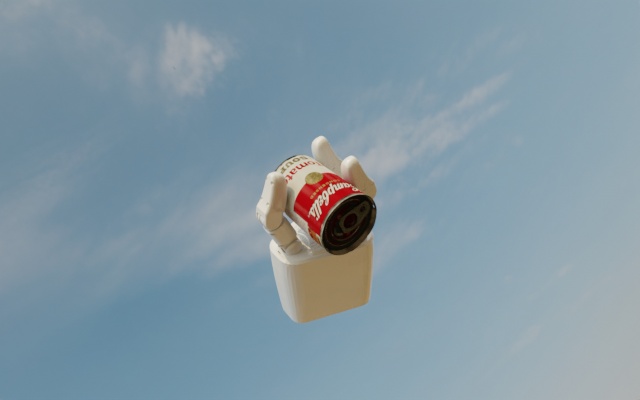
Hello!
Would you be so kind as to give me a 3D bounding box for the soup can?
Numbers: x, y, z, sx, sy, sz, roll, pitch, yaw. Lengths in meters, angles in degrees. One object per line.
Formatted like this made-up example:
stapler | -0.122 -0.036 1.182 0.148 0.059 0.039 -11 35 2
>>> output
soup can | 0.000 0.001 0.496 0.068 0.068 0.102 0 27 -40
